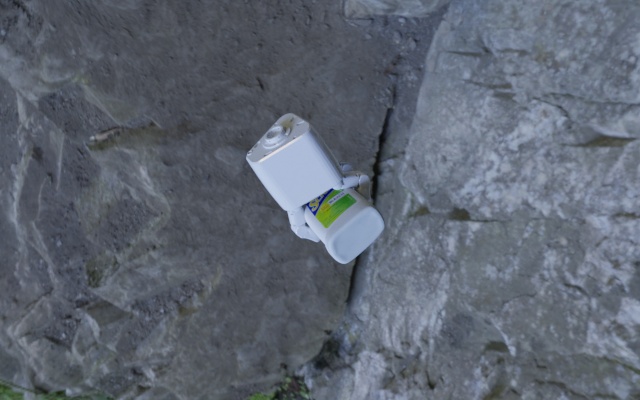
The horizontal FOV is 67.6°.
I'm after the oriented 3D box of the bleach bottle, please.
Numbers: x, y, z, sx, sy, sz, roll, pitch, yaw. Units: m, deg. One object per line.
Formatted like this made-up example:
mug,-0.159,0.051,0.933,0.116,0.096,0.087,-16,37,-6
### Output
bleach bottle,0.000,0.003,0.813,0.102,0.068,0.250,-40,37,-7
